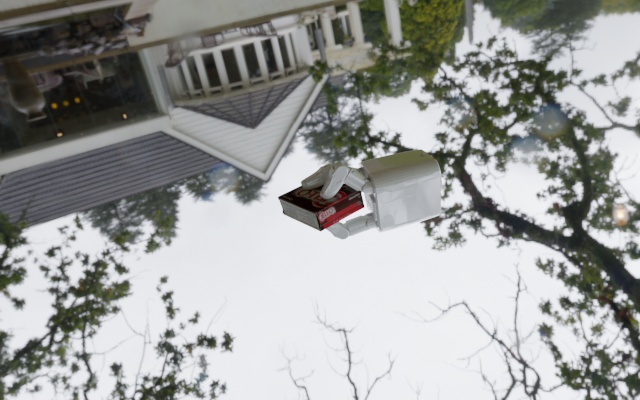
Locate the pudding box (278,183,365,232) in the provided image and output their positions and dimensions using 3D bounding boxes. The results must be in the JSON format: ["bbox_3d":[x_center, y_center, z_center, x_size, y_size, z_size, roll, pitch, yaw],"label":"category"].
[{"bbox_3d":[0.000,0.003,0.757,0.090,0.039,0.113,-26,25,-28],"label":"pudding box"}]
